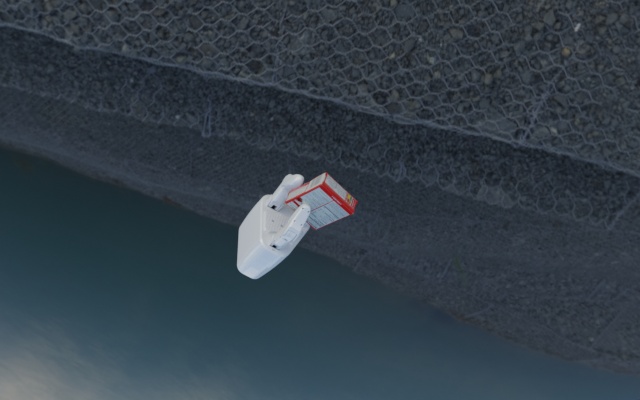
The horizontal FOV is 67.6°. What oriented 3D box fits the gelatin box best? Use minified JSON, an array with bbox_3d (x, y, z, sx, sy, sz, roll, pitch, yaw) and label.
[{"bbox_3d":[0.000,0.003,0.743,0.089,0.030,0.073,-26,-58,41],"label":"gelatin box"}]
